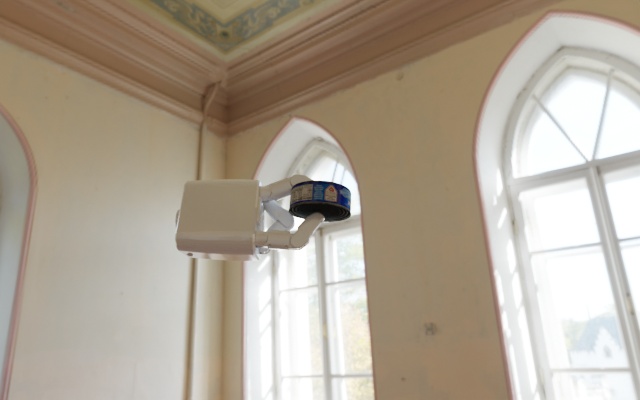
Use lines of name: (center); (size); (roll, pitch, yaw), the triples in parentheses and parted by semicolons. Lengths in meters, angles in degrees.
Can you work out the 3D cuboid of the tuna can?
tuna can: (0.000, 0.002, 0.657); (0.086, 0.033, 0.086); (3, -18, 1)
